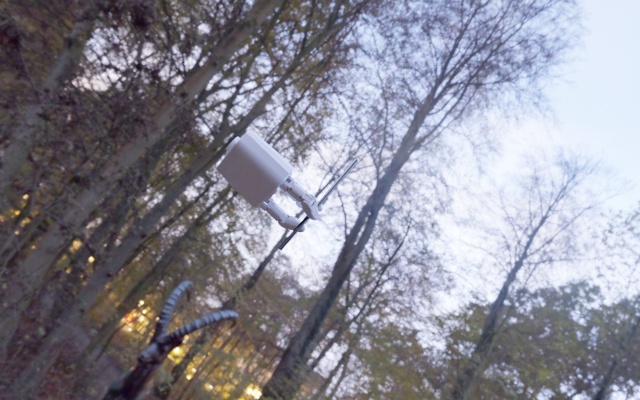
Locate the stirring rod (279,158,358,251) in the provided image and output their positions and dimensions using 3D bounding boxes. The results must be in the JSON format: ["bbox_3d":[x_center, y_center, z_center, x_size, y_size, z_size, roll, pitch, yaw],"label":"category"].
[{"bbox_3d":[0.000,0.003,0.891,0.239,0.011,0.011,-49,26,-25],"label":"stirring rod"}]
